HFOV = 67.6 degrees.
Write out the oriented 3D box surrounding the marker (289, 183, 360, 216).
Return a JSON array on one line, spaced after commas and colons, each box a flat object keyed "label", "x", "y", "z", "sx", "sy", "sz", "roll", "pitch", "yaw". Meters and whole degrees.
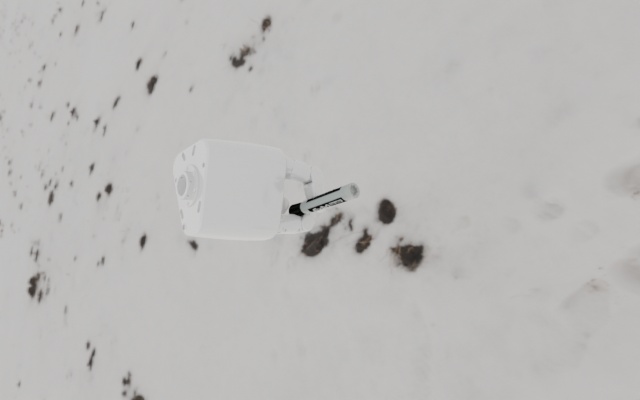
[{"label": "marker", "x": 0.000, "y": 0.002, "z": 0.594, "sx": 0.020, "sy": 0.020, "sz": 0.121, "roll": 0, "pitch": -13, "yaw": -42}]
